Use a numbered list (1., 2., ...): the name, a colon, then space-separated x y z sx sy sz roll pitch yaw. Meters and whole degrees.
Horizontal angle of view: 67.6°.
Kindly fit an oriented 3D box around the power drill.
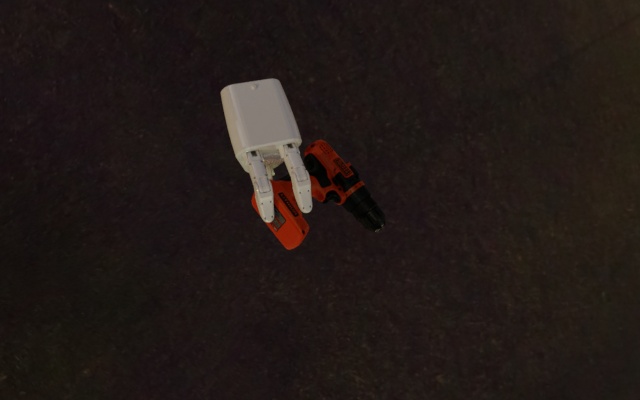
1. power drill: 0.000 0.002 0.749 0.187 0.184 0.057 -31 -14 -45
